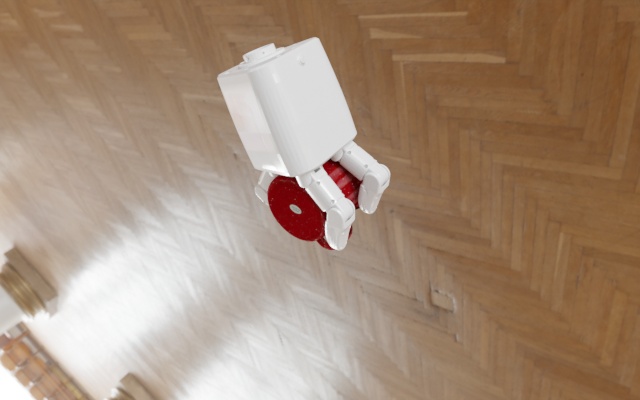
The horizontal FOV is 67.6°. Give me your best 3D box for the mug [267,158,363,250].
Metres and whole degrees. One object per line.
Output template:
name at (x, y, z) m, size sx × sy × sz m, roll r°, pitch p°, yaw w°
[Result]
mug at (0.000, 0.003, 0.532) m, size 0.093 × 0.117 × 0.081 m, roll -1°, pitch 30°, yaw 43°
